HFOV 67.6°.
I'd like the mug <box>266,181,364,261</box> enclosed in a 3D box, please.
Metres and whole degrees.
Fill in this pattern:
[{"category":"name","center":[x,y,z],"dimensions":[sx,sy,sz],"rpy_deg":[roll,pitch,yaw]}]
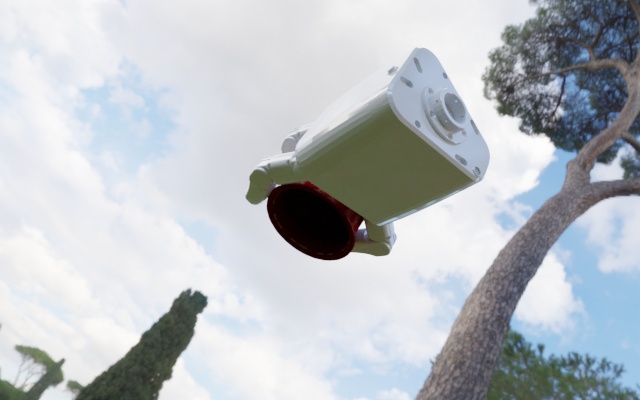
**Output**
[{"category":"mug","center":[-0.001,0.002,0.478],"dimensions":[0.117,0.093,0.081],"rpy_deg":[-26,21,46]}]
